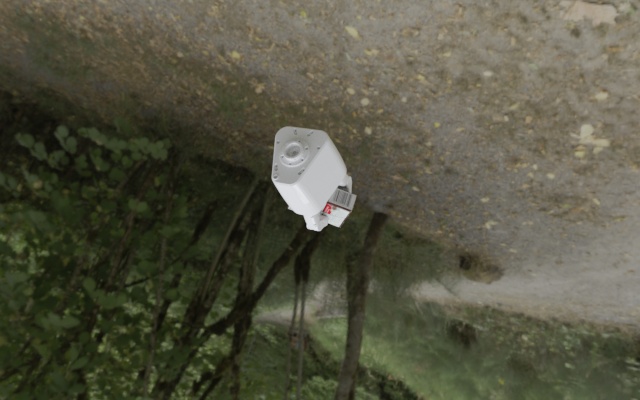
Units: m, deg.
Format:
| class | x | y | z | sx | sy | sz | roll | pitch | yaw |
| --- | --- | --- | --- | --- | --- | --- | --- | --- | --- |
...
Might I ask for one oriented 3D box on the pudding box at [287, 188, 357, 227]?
| class | x | y | z | sx | sy | sz | roll | pitch | yaw |
| --- | --- | --- | --- | --- | --- | --- | --- | --- | --- |
| pudding box | 0.000 | 0.003 | 0.880 | 0.113 | 0.039 | 0.090 | 21 | -24 | -3 |
